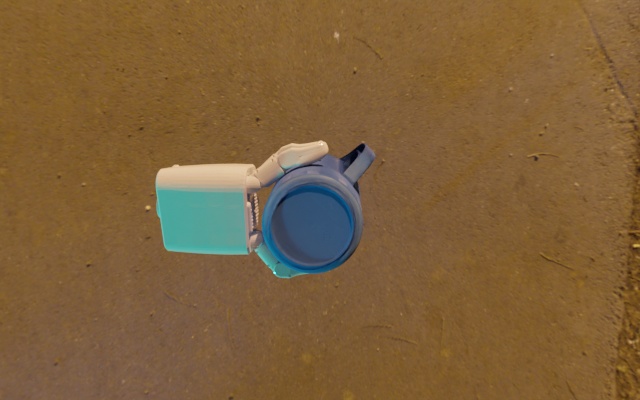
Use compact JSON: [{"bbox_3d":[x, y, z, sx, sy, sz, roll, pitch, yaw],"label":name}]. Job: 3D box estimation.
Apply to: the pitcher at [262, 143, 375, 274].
[{"bbox_3d":[0.000,0.002,0.612,0.145,0.149,0.243,1,8,0],"label":"pitcher"}]
